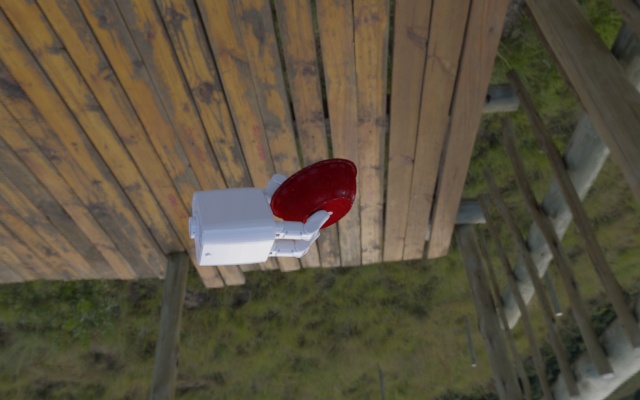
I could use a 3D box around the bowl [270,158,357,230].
[{"bbox_3d":[0.002,0.002,0.790,0.162,0.055,0.162,-23,-26,-12],"label":"bowl"}]
